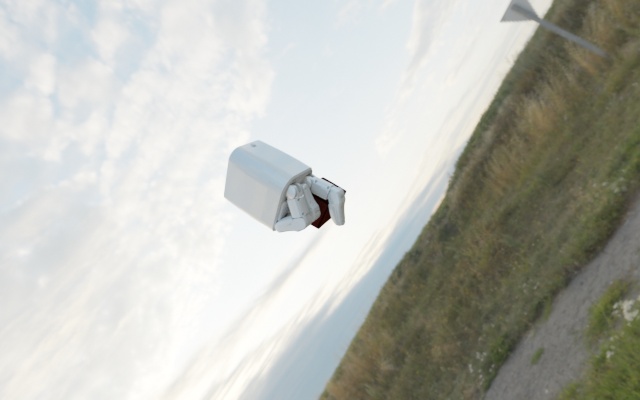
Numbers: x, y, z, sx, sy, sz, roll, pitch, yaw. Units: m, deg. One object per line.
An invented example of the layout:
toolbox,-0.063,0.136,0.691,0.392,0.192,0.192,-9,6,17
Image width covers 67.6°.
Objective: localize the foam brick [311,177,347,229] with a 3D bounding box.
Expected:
foam brick,0.000,0.003,0.794,0.051,0.053,0.078,31,27,13
